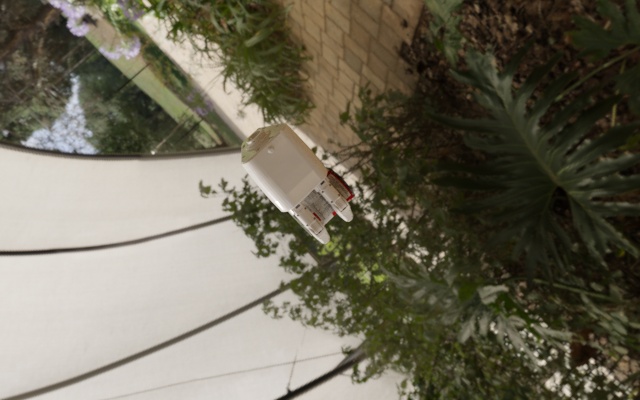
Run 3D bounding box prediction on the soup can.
[{"bbox_3d":[0.000,0.003,0.818,0.102,0.068,0.068,-44,5,-6],"label":"soup can"}]
